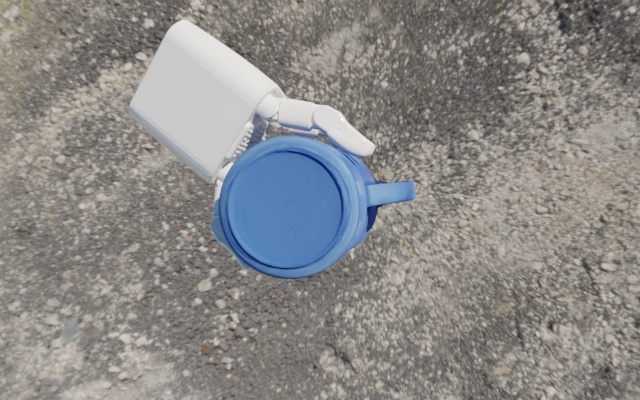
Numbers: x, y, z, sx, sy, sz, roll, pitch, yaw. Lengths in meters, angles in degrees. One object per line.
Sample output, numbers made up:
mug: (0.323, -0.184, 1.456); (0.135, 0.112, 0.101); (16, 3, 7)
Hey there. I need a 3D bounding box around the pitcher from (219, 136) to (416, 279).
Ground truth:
pitcher: (0.000, 0.001, 0.465); (0.145, 0.149, 0.243); (39, 5, 4)
